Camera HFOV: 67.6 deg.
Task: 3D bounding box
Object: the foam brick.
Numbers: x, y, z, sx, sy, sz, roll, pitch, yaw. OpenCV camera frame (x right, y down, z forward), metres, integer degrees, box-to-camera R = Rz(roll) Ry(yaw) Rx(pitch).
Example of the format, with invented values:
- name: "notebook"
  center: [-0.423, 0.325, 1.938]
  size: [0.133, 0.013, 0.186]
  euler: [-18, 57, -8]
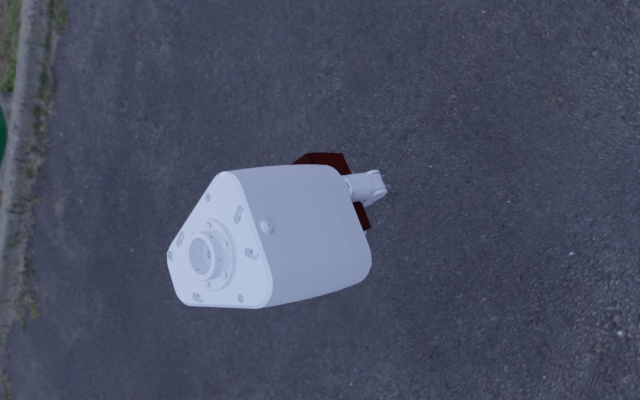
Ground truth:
- name: "foam brick"
  center: [0.000, 0.001, 0.431]
  size: [0.053, 0.078, 0.051]
  euler: [-31, -16, 38]
